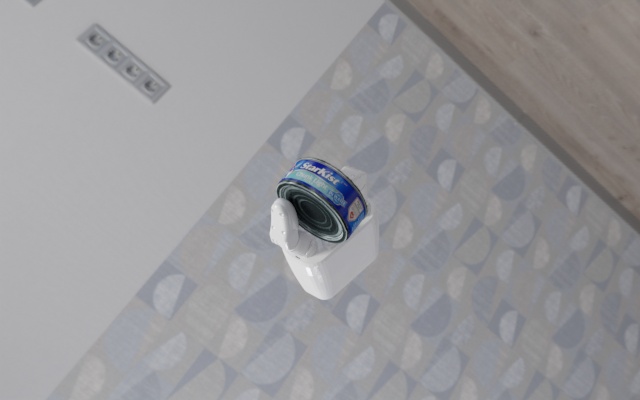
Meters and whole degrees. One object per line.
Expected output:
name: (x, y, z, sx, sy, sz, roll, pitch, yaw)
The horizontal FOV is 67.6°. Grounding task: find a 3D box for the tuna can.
tuna can: (0.000, 0.002, 0.454, 0.086, 0.086, 0.033, 0, 44, 54)
